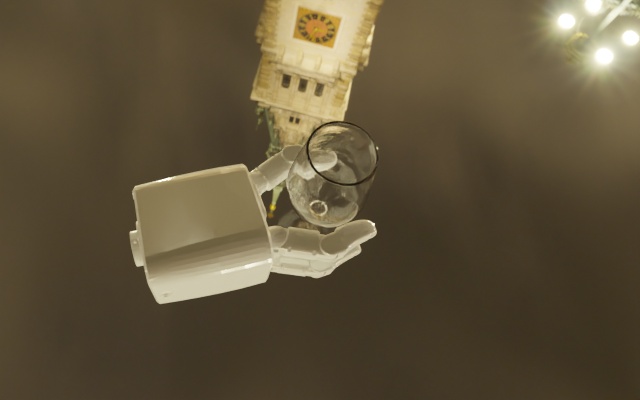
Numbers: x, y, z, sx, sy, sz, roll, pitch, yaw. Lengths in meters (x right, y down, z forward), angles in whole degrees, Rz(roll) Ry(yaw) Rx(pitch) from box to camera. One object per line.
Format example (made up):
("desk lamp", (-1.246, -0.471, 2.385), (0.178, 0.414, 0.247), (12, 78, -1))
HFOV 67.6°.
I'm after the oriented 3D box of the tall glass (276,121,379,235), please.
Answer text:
("tall glass", (0.000, 0.002, 0.482), (0.079, 0.079, 0.201), (0, -25, -12))
